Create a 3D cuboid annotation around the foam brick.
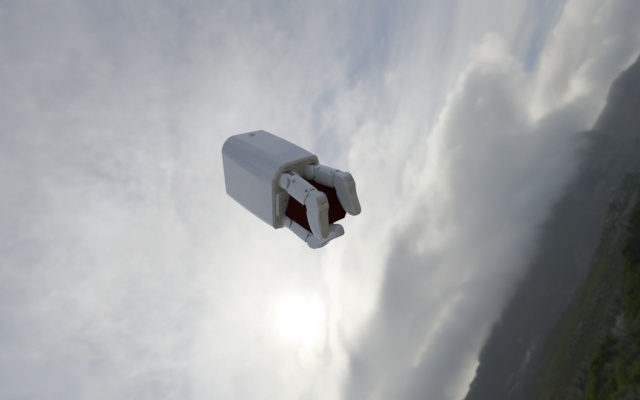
[{"bbox_3d":[0.000,0.002,0.663,0.051,0.053,0.078,33,32,26],"label":"foam brick"}]
